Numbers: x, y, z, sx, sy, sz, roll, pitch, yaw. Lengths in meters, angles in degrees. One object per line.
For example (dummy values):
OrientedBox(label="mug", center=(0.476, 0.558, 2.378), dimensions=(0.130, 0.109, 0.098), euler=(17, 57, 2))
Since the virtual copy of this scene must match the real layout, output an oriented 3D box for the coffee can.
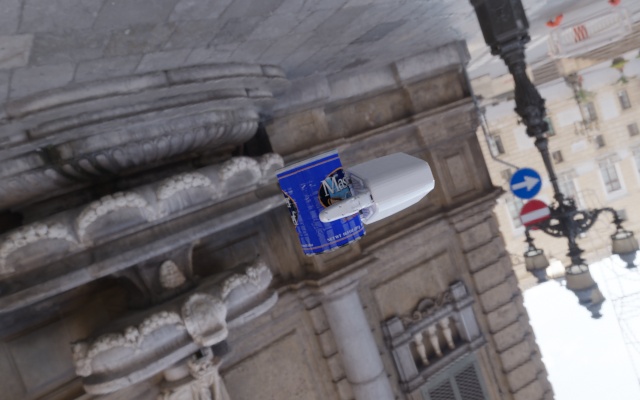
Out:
OrientedBox(label="coffee can", center=(0.000, 0.002, 0.744), dimensions=(0.103, 0.140, 0.103), euler=(-19, 4, 1))
